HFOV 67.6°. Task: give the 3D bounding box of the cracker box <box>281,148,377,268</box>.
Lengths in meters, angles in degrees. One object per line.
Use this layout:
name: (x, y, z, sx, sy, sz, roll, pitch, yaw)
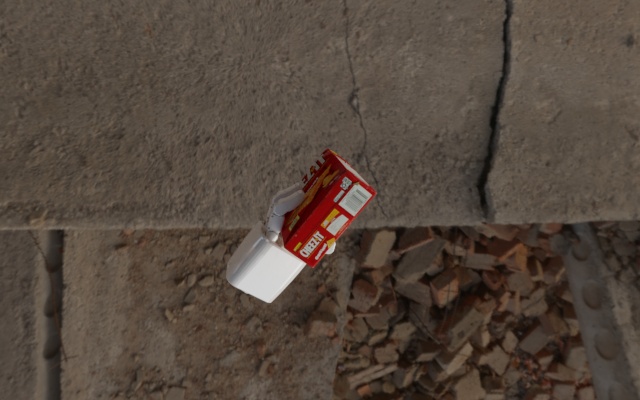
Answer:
cracker box: (0.000, 0.003, 0.856, 0.072, 0.164, 0.213, 37, 8, -16)
